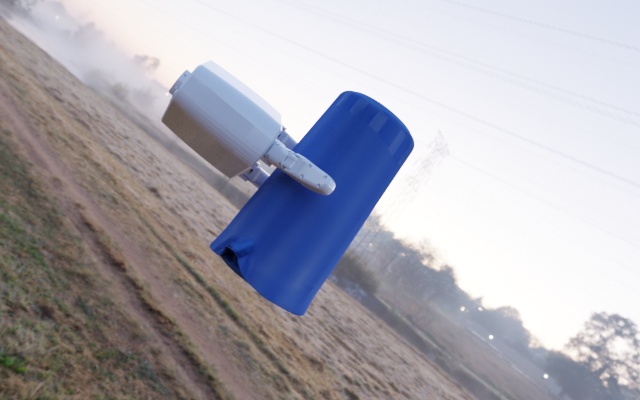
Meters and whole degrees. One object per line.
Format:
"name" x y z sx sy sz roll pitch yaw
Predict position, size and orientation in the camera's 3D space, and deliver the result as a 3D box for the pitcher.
"pitcher" 0.000 0.002 0.559 0.145 0.243 0.149 38 -3 -17
